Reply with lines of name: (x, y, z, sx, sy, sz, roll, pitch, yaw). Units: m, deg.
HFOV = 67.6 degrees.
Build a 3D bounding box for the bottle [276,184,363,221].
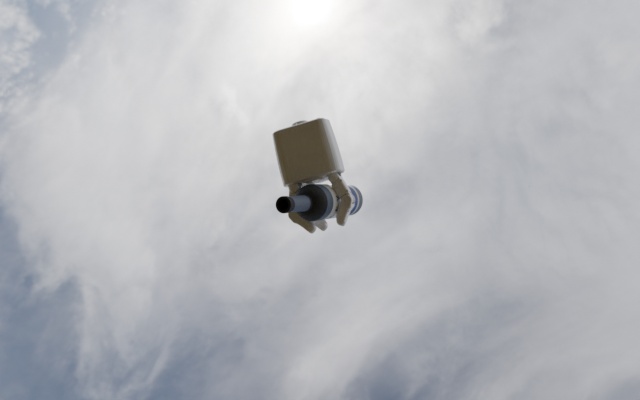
bottle: (0.000, 0.003, 0.882, 0.069, 0.069, 0.295, 0, 2, 24)
